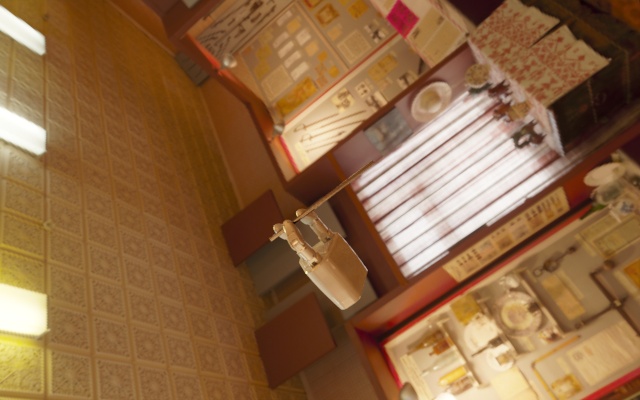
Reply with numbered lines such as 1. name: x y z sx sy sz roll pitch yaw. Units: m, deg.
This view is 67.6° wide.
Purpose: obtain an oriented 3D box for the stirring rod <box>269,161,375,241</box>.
1. stirring rod: 0.000 0.003 0.870 0.239 0.011 0.011 -37 -10 13
